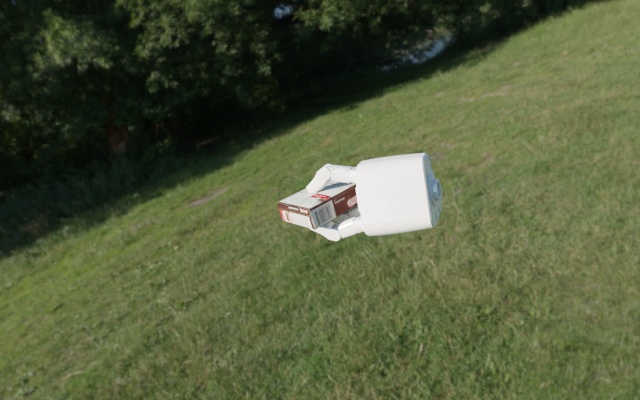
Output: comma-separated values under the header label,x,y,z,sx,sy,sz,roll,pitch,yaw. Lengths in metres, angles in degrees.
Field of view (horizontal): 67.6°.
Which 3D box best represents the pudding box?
label,x,y,z,sx,sy,sz,roll,pitch,yaw
pudding box,0.000,0.002,0.788,0.113,0.039,0.090,-27,22,-33
